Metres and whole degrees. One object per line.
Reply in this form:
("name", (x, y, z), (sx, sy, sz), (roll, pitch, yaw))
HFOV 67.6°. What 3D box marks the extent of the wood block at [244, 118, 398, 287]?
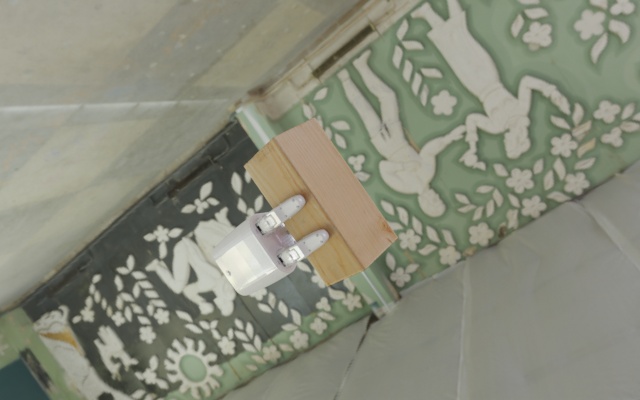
("wood block", (0.000, 0.002, 0.669), (0.090, 0.206, 0.090), (-35, 1, -43))
